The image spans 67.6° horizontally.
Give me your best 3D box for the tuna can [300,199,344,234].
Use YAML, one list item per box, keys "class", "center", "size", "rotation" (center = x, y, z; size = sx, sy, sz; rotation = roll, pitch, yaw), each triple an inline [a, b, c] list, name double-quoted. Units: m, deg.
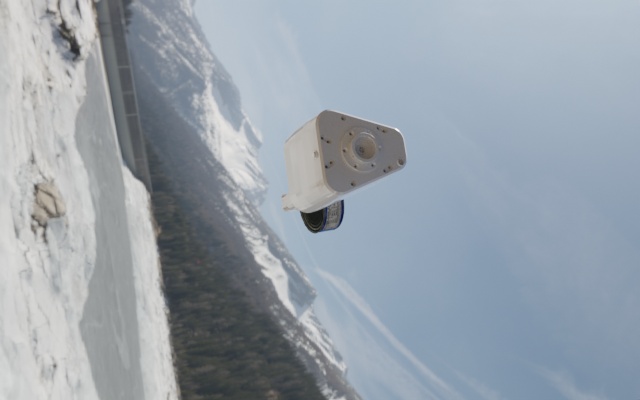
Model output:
- class: "tuna can"
  center: [0.001, 0.002, 0.679]
  size: [0.034, 0.086, 0.086]
  rotation: [-8, 3, -25]
